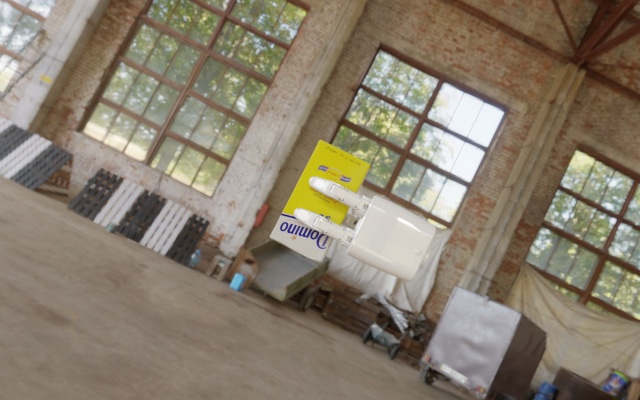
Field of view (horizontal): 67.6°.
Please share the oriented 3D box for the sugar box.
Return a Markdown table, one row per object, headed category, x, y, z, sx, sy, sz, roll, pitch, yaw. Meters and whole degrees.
| category | x | y | z | sx | sy | sz | roll | pitch | yaw |
| --- | --- | --- | --- | --- | --- | --- | --- | --- | --- |
| sugar box | 0.000 | 0.002 | 0.766 | 0.093 | 0.176 | 0.048 | 26 | -4 | 6 |
